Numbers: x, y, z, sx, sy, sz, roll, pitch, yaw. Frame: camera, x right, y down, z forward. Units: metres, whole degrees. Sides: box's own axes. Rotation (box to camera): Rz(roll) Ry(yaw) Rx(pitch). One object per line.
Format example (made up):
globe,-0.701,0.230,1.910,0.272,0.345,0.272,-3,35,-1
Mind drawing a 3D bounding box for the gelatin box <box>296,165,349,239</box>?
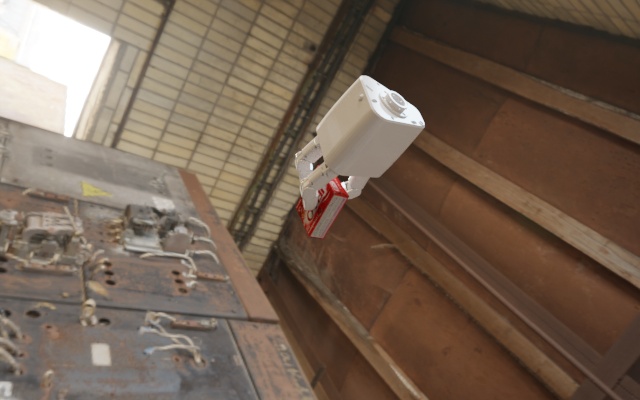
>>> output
gelatin box,0.000,0.003,0.735,0.030,0.089,0.073,11,33,-31
